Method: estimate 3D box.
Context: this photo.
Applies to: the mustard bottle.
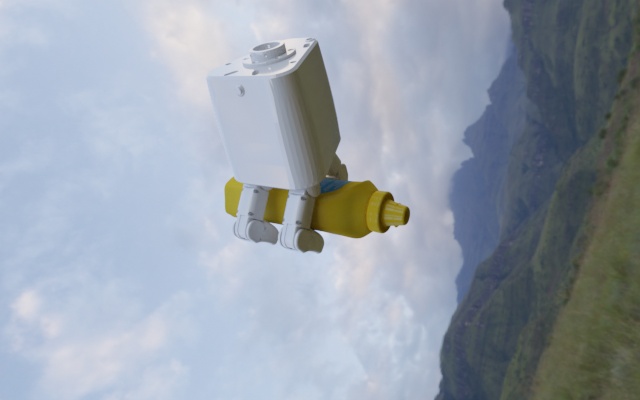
[{"bbox_3d":[0.000,0.002,0.497,0.191,0.058,0.096,8,12,31],"label":"mustard bottle"}]
